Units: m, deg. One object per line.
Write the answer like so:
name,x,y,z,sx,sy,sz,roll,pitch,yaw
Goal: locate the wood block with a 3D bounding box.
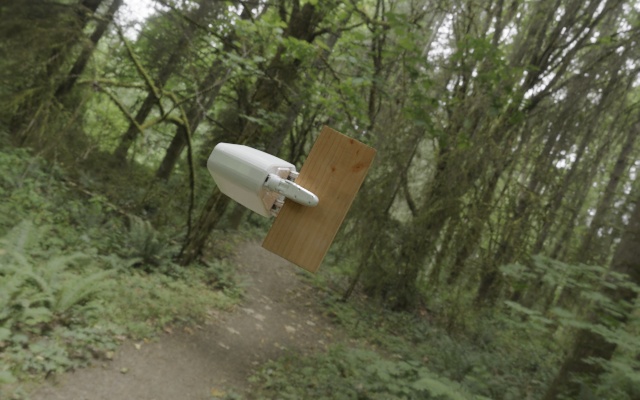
wood block,0.000,0.002,0.748,0.090,0.206,0.091,27,-5,6
